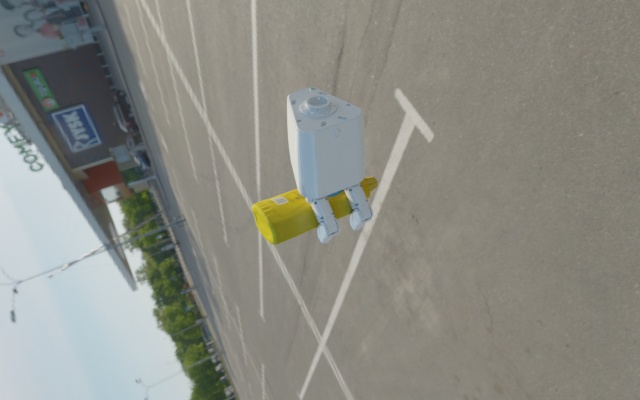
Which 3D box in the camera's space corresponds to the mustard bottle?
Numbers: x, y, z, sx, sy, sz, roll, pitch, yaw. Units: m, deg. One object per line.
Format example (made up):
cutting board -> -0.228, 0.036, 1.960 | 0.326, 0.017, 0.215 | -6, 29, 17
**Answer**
mustard bottle -> 0.000, 0.003, 0.712 | 0.191, 0.058, 0.096 | -21, 21, -19
